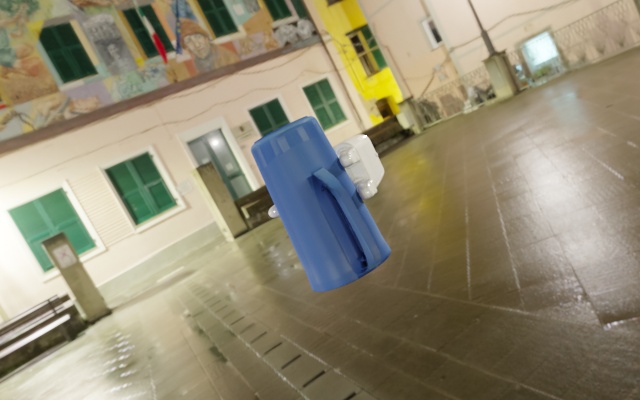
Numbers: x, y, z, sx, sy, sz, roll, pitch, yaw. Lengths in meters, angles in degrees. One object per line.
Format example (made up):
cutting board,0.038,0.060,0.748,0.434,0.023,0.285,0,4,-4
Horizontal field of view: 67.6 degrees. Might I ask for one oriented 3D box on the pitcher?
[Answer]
pitcher,0.000,0.002,0.704,0.149,0.243,0.145,-24,8,27
